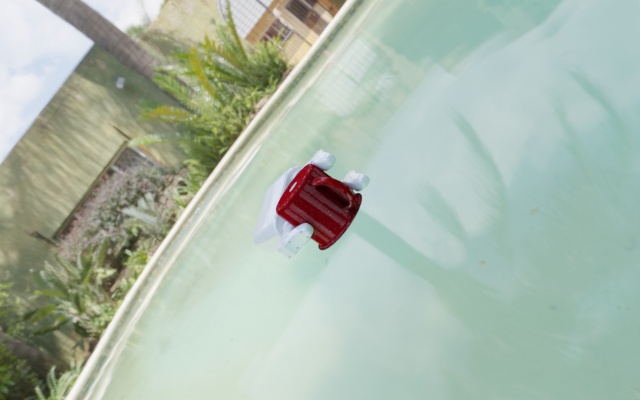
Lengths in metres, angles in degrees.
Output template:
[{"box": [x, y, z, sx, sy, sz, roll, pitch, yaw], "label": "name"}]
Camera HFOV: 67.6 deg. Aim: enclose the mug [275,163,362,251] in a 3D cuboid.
[{"box": [0.001, 0.002, 0.618, 0.081, 0.093, 0.117, 36, -29, -13], "label": "mug"}]
